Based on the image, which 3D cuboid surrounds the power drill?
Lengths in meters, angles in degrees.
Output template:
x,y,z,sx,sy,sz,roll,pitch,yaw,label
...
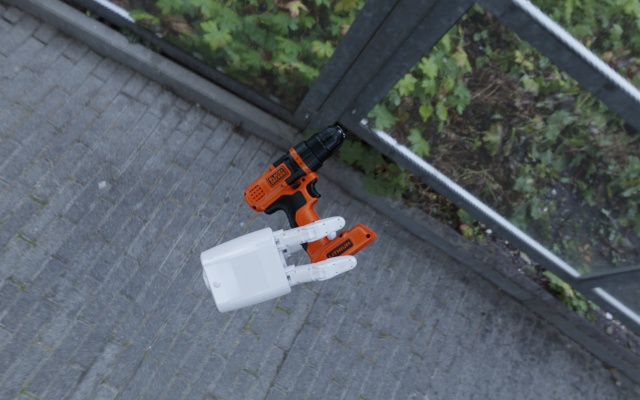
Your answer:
x,y,z,sx,sy,sz,roll,pitch,yaw,label
0.000,0.003,0.721,0.184,0.187,0.057,-38,-13,9,power drill
